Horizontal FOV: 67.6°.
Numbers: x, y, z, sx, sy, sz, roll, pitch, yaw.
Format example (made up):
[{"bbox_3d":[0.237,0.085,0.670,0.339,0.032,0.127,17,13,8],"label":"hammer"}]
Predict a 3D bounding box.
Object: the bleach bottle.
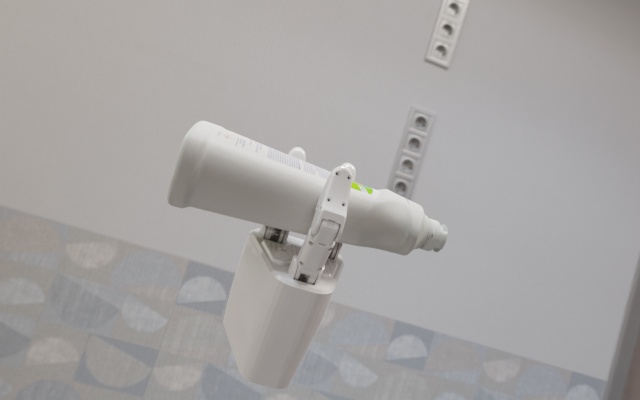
[{"bbox_3d":[0.000,0.001,0.432,0.251,0.068,0.102,18,15,-11],"label":"bleach bottle"}]
